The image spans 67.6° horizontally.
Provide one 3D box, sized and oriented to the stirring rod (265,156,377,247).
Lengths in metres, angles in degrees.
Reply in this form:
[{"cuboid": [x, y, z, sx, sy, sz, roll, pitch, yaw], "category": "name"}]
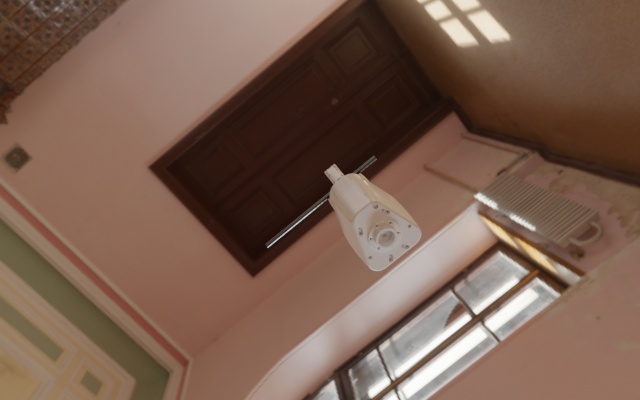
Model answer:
[{"cuboid": [0.000, 0.003, 0.819, 0.239, 0.011, 0.011, -39, -3, 3], "category": "stirring rod"}]
